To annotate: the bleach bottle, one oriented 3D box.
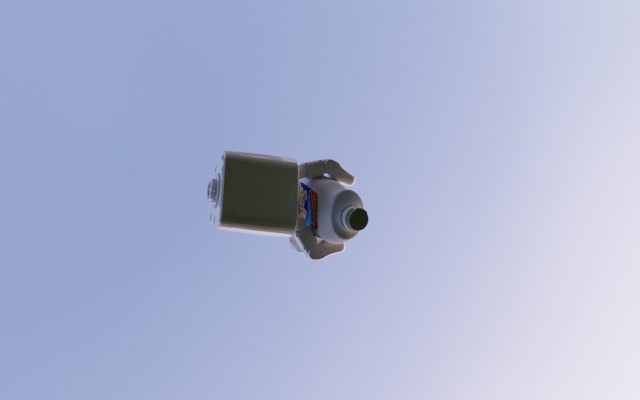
[{"bbox_3d":[0.000,0.002,0.708,0.068,0.102,0.251,6,3,-24],"label":"bleach bottle"}]
